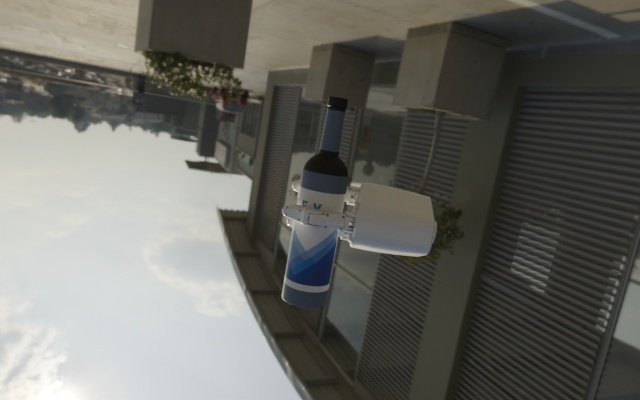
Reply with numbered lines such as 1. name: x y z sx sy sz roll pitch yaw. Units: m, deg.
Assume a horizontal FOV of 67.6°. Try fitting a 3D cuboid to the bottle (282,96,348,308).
1. bottle: 0.000 0.002 0.679 0.069 0.296 0.069 9 9 -2
